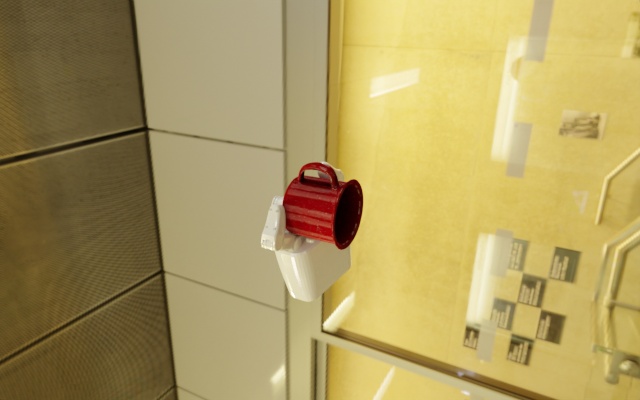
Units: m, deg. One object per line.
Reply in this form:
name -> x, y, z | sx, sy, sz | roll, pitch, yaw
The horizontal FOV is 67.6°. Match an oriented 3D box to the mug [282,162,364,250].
mug -> 0.000, 0.001, 0.627 | 0.081, 0.117, 0.093 | 11, 42, 26
